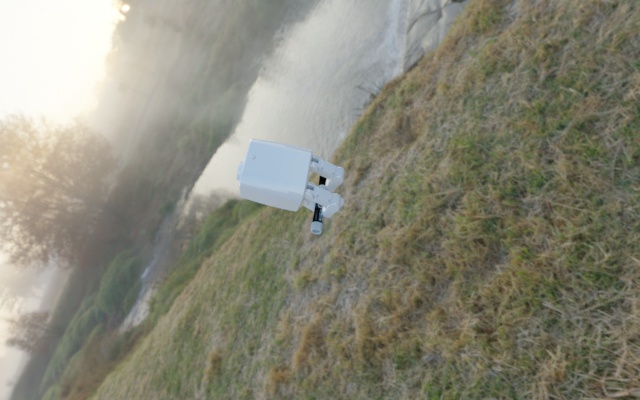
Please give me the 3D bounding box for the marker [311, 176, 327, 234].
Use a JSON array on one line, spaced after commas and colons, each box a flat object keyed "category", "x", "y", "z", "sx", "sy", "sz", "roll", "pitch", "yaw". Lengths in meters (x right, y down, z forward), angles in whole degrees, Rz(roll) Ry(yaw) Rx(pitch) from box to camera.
[{"category": "marker", "x": 0.000, "y": 0.003, "z": 0.842, "sx": 0.020, "sy": 0.121, "sz": 0.020, "roll": 6, "pitch": -32, "yaw": 4}]
